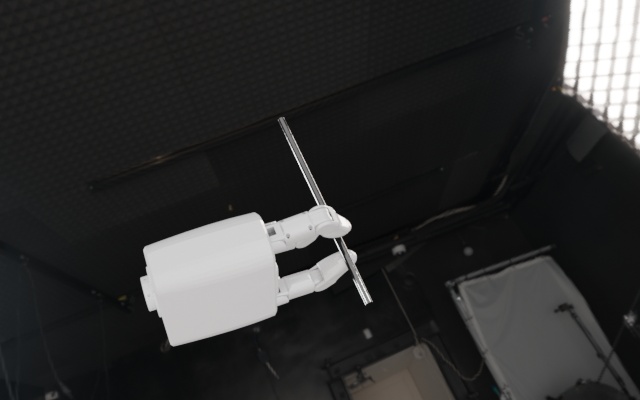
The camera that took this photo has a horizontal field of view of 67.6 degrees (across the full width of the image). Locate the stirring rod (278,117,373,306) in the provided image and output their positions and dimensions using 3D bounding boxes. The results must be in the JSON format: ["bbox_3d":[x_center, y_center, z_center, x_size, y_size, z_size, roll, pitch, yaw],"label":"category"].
[{"bbox_3d":[0.000,0.002,0.510,0.011,0.239,0.011,-20,-27,-11],"label":"stirring rod"}]
